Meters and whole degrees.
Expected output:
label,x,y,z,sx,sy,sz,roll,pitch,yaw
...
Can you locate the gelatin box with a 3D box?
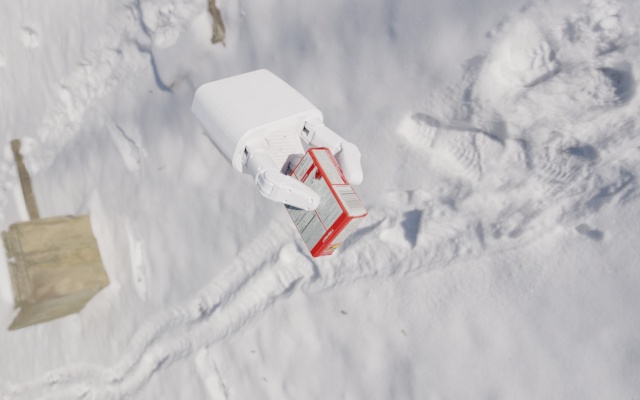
label,x,y,z,sx,sy,sz,roll,pitch,yaw
gelatin box,0.000,0.002,0.487,0.030,0.089,0.073,-6,-34,-41
